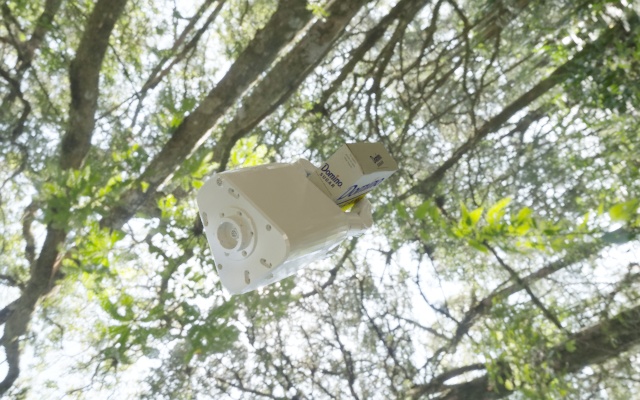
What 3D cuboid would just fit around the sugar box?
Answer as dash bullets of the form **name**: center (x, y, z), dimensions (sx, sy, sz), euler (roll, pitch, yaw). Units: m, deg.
- **sugar box**: center (0.000, 0.002, 0.555), dimensions (0.176, 0.048, 0.093), euler (-38, -13, 30)
